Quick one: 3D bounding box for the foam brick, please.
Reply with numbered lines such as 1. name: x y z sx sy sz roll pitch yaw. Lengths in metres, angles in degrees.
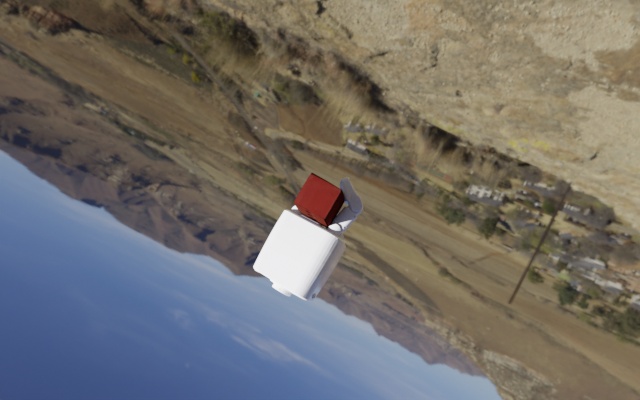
1. foam brick: 0.000 0.002 0.703 0.053 0.051 0.078 30 -8 12
